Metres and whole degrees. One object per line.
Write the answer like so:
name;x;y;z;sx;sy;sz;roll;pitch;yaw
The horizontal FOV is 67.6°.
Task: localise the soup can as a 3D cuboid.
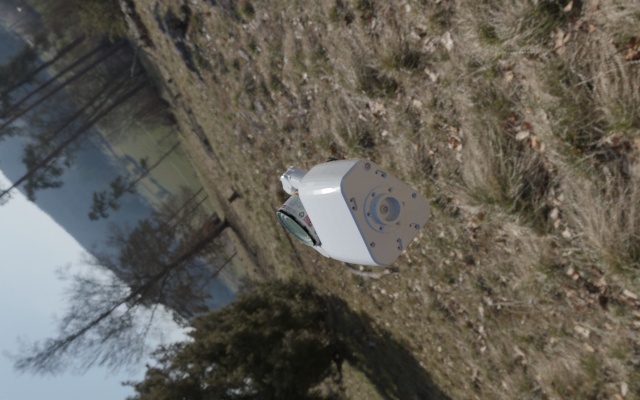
soup can;0.000;0.002;0.628;0.068;0.102;0.068;38;-18;15
